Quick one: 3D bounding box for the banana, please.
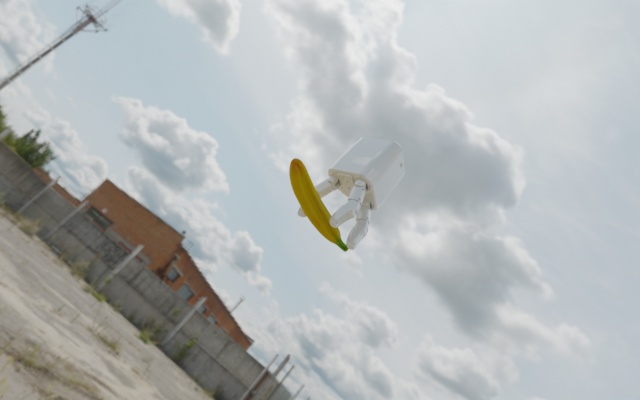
[{"bbox_3d":[-0.010,0.004,0.837,0.037,0.198,0.069,-45,28,-25],"label":"banana"}]
